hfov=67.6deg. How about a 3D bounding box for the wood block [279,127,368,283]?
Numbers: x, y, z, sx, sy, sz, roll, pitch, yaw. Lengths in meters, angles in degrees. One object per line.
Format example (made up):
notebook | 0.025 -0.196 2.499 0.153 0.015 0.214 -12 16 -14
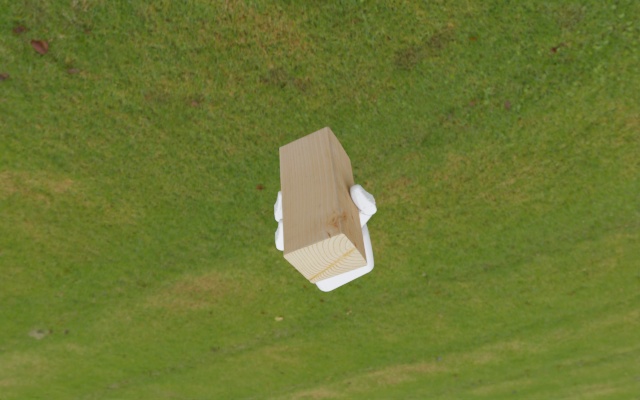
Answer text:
wood block | 0.001 0.003 0.708 0.091 0.206 0.090 -21 -42 16
